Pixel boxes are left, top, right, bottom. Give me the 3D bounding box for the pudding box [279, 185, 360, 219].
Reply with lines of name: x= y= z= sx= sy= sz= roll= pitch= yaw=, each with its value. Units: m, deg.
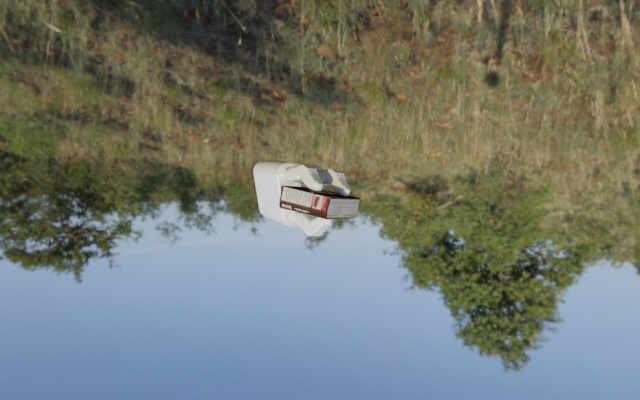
pudding box: x=0.000 y=0.003 z=0.768 sx=0.090 sy=0.039 sz=0.113 roll=13 pitch=7 yaw=28
